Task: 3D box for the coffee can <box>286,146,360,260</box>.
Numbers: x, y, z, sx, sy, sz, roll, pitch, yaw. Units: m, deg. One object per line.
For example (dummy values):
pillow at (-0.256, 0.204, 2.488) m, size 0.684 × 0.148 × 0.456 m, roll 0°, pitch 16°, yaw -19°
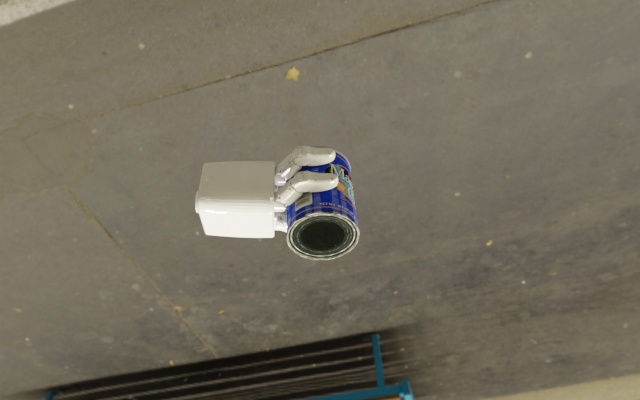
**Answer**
coffee can at (0.000, 0.002, 0.712) m, size 0.103 × 0.140 × 0.103 m, roll -2°, pitch -45°, yaw -2°
